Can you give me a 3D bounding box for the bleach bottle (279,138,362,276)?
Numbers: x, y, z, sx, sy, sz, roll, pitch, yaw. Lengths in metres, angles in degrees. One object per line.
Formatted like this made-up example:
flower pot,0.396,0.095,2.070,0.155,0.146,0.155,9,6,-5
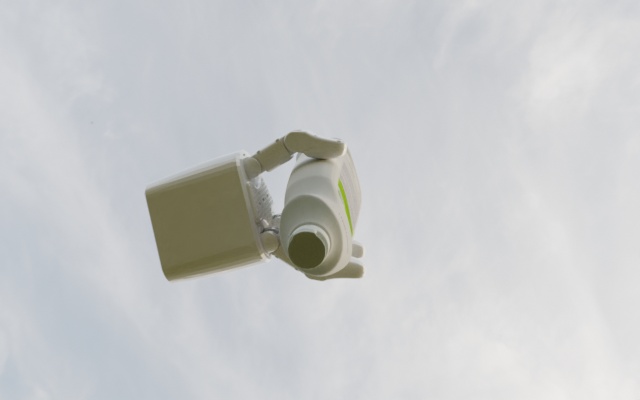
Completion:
bleach bottle,0.000,0.002,0.464,0.068,0.102,0.250,-17,10,9
